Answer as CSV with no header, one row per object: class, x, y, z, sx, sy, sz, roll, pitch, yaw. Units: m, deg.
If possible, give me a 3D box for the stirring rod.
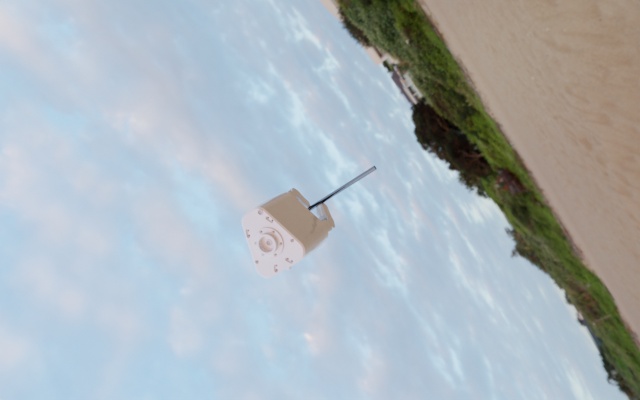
stirring rod,0.000,0.003,0.867,0.239,0.011,0.011,-32,-13,22
